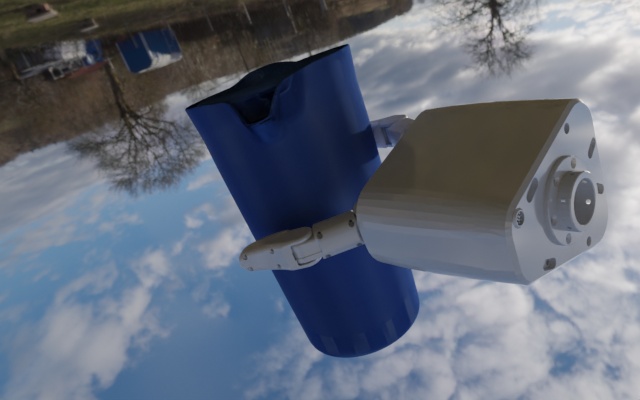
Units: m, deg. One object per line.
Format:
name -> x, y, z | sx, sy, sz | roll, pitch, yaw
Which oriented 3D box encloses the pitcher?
pitcher -> 0.000, 0.001, 0.410 | 0.149, 0.243, 0.145 | -35, 23, -34
